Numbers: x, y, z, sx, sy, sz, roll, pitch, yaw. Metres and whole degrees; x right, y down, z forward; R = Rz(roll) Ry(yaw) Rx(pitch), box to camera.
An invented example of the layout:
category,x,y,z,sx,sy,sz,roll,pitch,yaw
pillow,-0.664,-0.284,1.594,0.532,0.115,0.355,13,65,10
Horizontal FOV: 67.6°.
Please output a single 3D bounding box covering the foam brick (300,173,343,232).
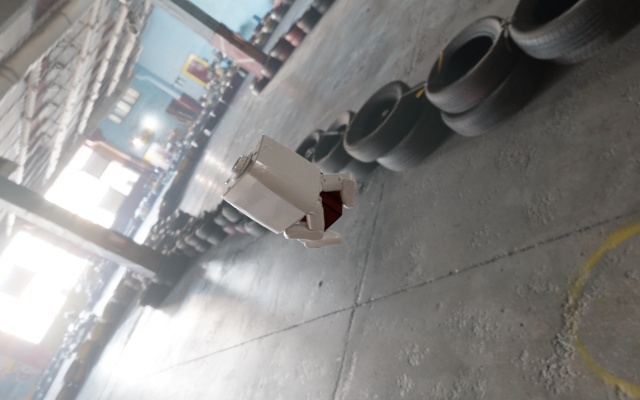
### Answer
category,x,y,z,sx,sy,sz,roll,pitch,yaw
foam brick,0.000,0.002,0.764,0.051,0.053,0.078,34,30,-20
